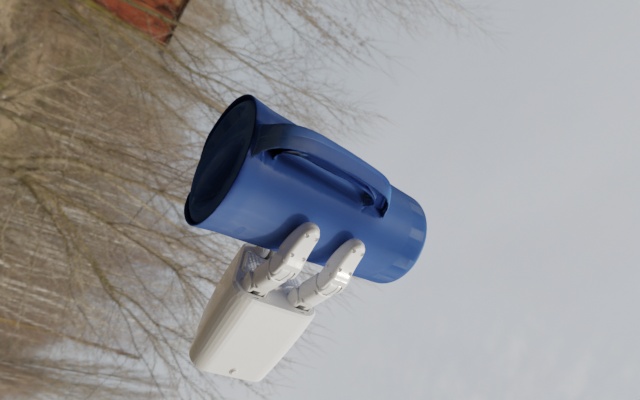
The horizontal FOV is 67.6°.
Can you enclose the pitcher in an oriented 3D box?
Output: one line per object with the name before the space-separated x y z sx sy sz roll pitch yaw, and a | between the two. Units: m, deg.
pitcher | 0.000 0.002 0.490 0.243 0.145 0.149 25 18 -30
